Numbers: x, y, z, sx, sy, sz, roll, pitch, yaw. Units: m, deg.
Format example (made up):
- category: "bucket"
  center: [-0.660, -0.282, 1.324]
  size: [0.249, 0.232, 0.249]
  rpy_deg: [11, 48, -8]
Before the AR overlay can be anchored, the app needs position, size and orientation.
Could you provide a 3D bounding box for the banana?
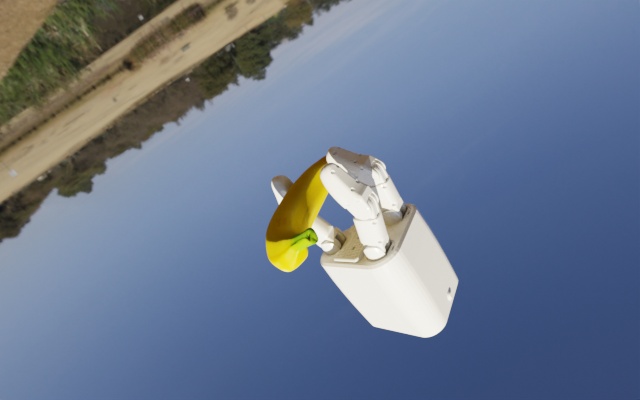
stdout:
- category: "banana"
  center: [-0.015, 0.012, 0.441]
  size: [0.069, 0.037, 0.197]
  rpy_deg: [-33, 17, 18]
